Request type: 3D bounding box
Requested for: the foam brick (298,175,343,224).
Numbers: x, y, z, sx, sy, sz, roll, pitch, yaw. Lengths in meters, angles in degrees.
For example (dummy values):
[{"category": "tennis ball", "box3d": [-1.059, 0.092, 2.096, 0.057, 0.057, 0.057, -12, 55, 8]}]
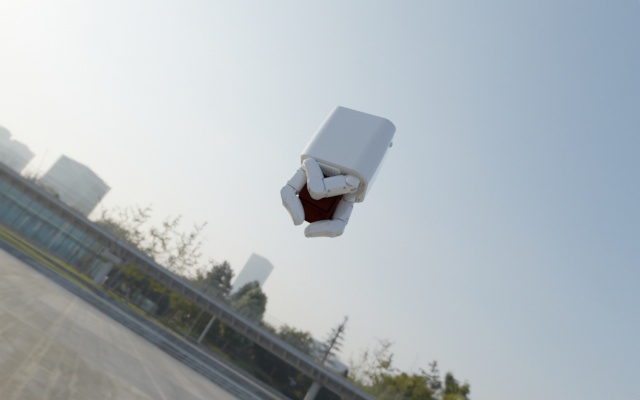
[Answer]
[{"category": "foam brick", "box3d": [0.000, 0.002, 0.716, 0.053, 0.051, 0.078, 27, -22, 9]}]
